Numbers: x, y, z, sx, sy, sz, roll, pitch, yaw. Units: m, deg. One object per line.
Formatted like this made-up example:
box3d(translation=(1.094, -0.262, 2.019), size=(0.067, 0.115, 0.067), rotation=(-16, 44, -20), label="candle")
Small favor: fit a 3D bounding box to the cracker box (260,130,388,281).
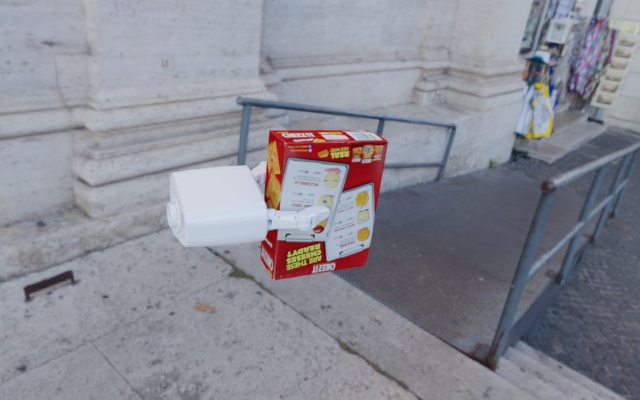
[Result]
box3d(translation=(0.000, 0.002, 0.719), size=(0.164, 0.214, 0.072), rotation=(-5, 27, -25), label="cracker box")
